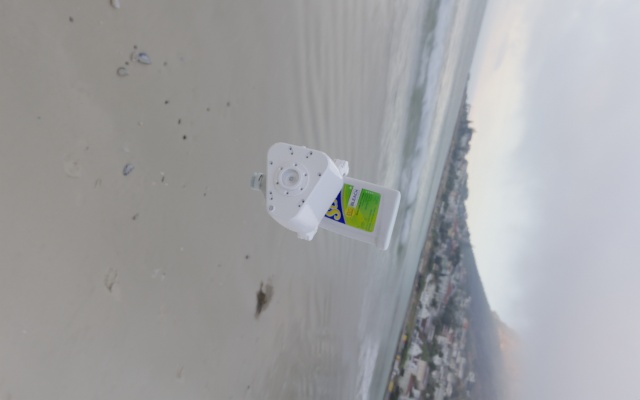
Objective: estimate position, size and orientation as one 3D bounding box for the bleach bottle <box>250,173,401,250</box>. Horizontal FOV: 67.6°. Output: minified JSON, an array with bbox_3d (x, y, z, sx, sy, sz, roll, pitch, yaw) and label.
[{"bbox_3d":[0.000,0.003,0.798,0.251,0.102,0.068,14,-8,13],"label":"bleach bottle"}]
